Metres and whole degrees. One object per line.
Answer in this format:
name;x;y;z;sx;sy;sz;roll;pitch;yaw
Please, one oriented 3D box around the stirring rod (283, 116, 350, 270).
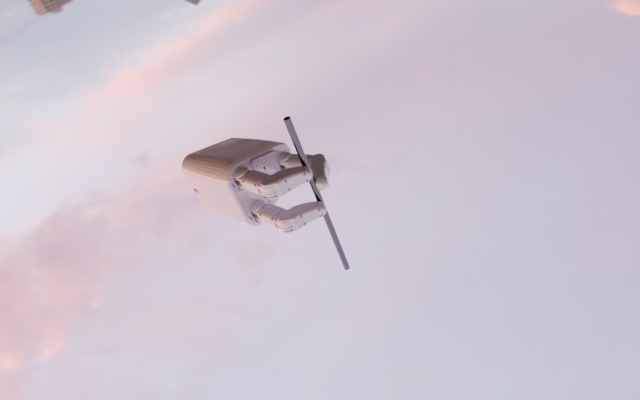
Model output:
stirring rod;0.000;0.002;0.586;0.011;0.240;0.011;-14;37;11
